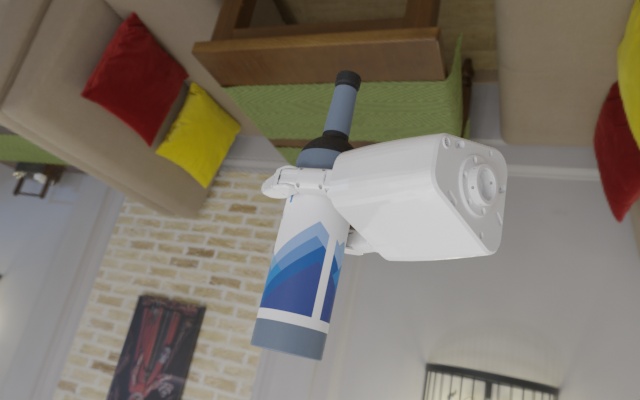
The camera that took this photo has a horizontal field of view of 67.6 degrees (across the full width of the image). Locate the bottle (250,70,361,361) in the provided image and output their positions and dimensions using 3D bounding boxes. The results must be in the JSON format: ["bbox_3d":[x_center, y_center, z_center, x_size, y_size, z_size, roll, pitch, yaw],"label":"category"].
[{"bbox_3d":[0.000,0.002,0.476,0.069,0.295,0.069,12,-18,4],"label":"bottle"}]
